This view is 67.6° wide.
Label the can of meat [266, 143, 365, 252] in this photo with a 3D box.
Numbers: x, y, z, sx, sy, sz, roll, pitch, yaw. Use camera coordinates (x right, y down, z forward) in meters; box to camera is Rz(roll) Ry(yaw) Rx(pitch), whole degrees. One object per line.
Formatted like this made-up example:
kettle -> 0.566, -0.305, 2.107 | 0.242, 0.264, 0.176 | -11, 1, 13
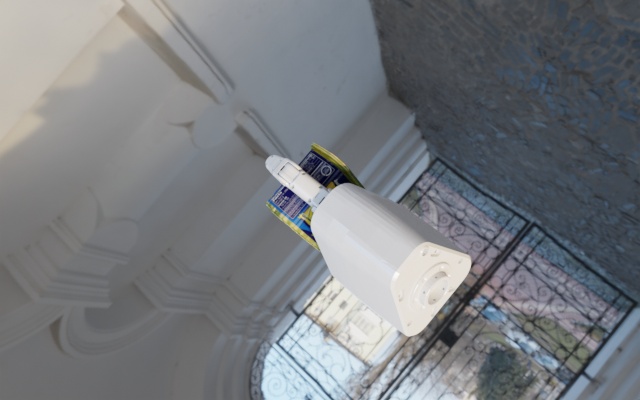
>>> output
can of meat -> 0.000, 0.002, 0.518 | 0.057, 0.084, 0.102 | 37, -5, 38
